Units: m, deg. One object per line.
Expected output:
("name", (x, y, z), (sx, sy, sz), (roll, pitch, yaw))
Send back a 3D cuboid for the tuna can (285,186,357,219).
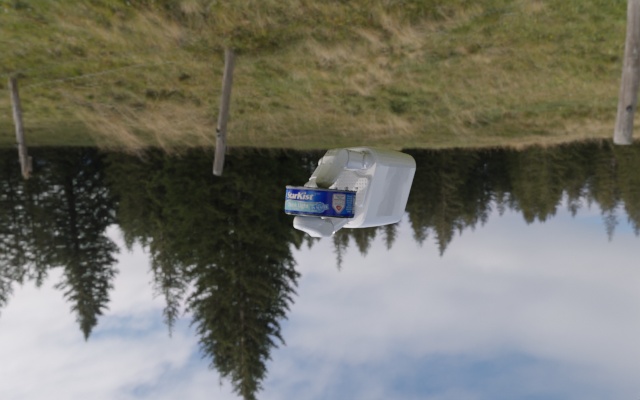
("tuna can", (0.000, 0.002, 0.575), (0.086, 0.034, 0.086), (4, 0, 0))
